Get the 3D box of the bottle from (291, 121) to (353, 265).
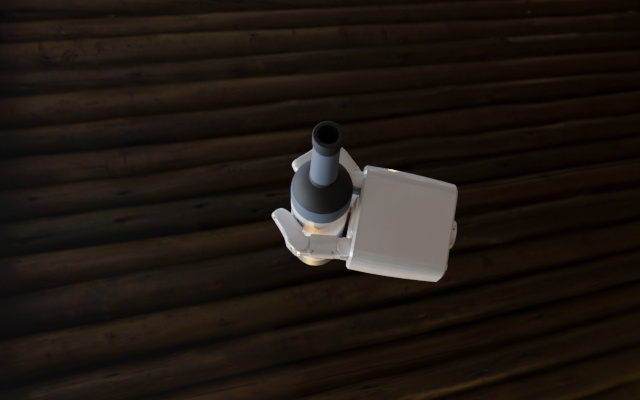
[{"bbox_3d":[0.000,0.002,0.544,0.069,0.069,0.296,0,-23,-3],"label":"bottle"}]
